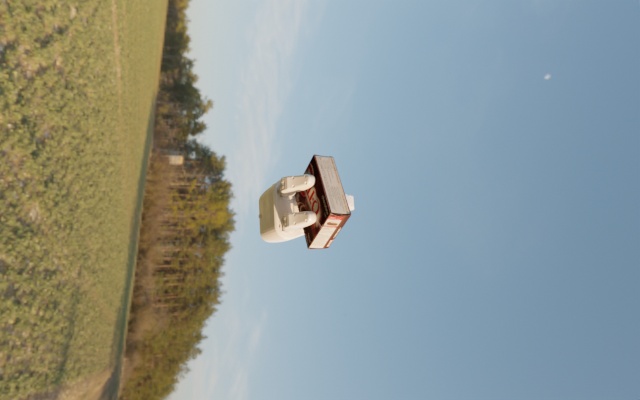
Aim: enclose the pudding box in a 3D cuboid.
[{"bbox_3d":[0.000,0.002,0.710,0.039,0.113,0.090,1,-38,-26],"label":"pudding box"}]
